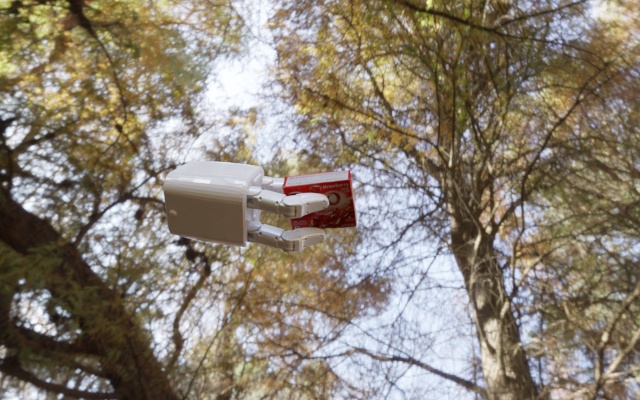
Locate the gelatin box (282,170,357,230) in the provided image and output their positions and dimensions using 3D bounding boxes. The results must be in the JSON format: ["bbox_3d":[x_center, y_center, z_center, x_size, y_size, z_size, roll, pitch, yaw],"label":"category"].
[{"bbox_3d":[0.000,0.002,0.625,0.089,0.073,0.030,-6,32,7],"label":"gelatin box"}]
